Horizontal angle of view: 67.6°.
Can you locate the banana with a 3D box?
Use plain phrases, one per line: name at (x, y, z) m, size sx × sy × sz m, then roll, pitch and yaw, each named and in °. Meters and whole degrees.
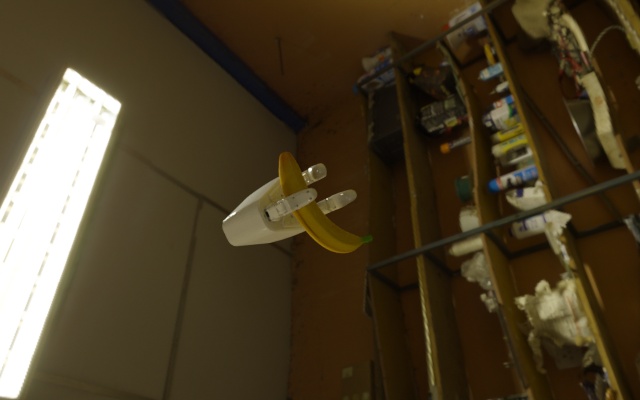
banana at (-0.006, 0.017, 0.719) m, size 0.037 × 0.198 × 0.069 m, roll -25°, pitch 24°, yaw 49°
